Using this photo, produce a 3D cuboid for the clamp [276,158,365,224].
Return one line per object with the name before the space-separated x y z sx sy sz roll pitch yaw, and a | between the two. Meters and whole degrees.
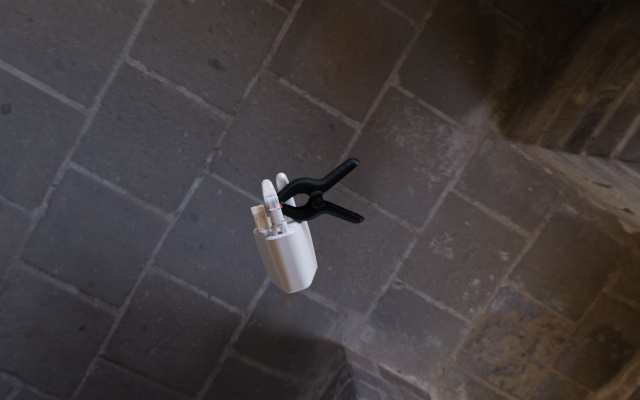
clamp | 0.000 0.003 0.842 0.171 0.120 0.039 -17 13 -4
